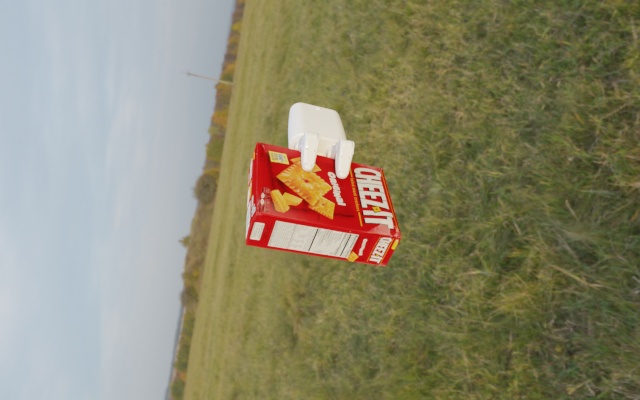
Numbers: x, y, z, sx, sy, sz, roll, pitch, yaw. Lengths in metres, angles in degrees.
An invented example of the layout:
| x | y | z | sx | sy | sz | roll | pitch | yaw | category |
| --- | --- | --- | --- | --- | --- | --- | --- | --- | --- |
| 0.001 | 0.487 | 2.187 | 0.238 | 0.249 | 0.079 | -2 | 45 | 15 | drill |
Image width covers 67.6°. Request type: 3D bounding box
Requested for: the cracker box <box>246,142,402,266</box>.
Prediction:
| x | y | z | sx | sy | sz | roll | pitch | yaw | category |
| --- | --- | --- | --- | --- | --- | --- | --- | --- | --- |
| 0.000 | 0.002 | 0.717 | 0.214 | 0.072 | 0.164 | 10 | 40 | -15 | cracker box |
